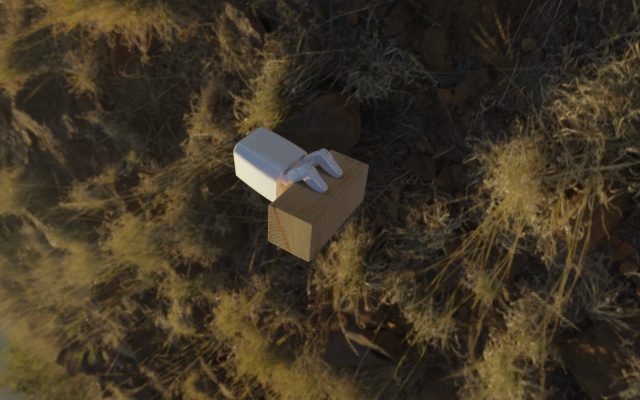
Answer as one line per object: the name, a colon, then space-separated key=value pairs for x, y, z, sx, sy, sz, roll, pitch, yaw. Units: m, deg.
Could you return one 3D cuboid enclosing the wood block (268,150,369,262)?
wood block: x=0.000 y=0.003 z=0.879 sx=0.090 sy=0.091 sz=0.206 roll=24 pitch=44 yaw=21
